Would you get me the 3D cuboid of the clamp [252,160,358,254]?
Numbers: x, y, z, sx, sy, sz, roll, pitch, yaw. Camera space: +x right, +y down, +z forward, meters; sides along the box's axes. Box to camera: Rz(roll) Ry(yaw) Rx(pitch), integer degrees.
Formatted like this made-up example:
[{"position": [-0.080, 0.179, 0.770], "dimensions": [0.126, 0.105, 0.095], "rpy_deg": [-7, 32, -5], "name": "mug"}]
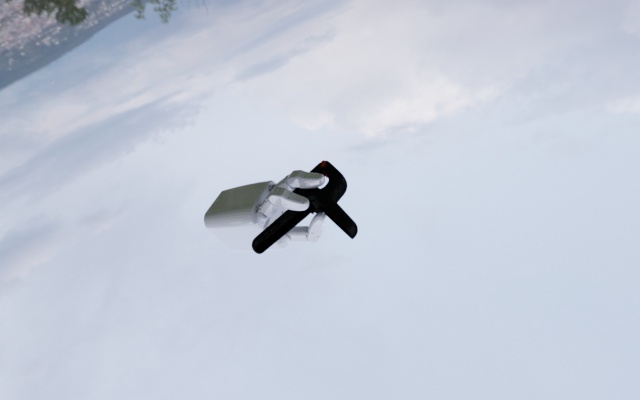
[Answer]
[{"position": [0.000, 0.003, 0.746], "dimensions": [0.164, 0.036, 0.209], "rpy_deg": [-6, 35, 27], "name": "clamp"}]
